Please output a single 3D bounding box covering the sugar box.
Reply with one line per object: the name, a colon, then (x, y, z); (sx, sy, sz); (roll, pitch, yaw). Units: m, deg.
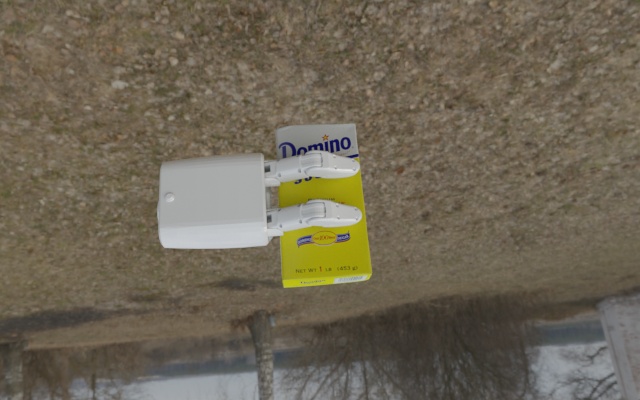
sugar box: (0.000, 0.002, 0.521); (0.093, 0.176, 0.048); (-4, -19, -4)
